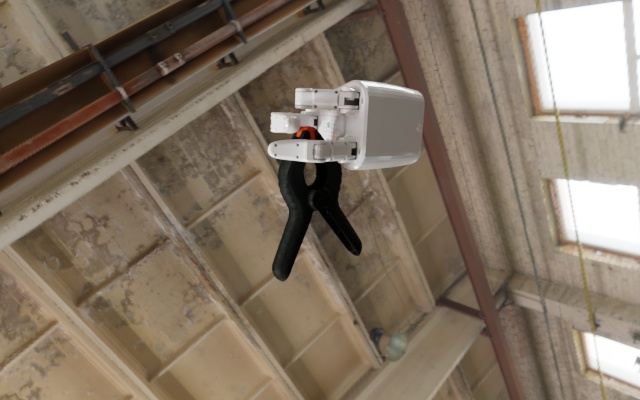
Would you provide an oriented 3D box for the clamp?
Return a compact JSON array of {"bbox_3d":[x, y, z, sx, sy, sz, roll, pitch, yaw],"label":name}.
[{"bbox_3d":[0.000,0.002,0.547,0.120,0.171,0.039,-5,13,-40],"label":"clamp"}]
